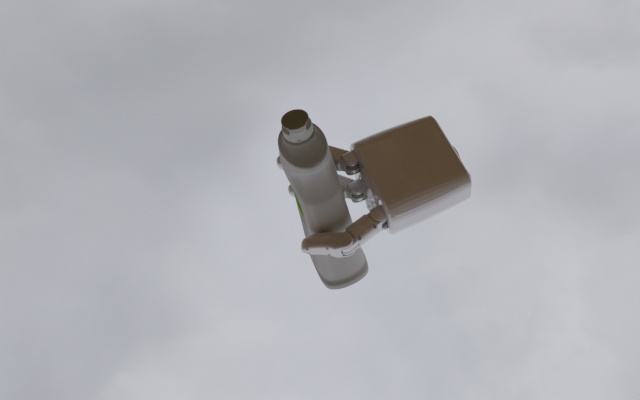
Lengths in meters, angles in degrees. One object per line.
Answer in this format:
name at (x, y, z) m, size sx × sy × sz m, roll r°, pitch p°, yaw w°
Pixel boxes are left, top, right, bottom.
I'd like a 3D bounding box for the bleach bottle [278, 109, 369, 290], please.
bleach bottle at (0.000, 0.002, 0.559) m, size 0.068 × 0.102 × 0.251 m, roll -23°, pitch -39°, yaw -6°
